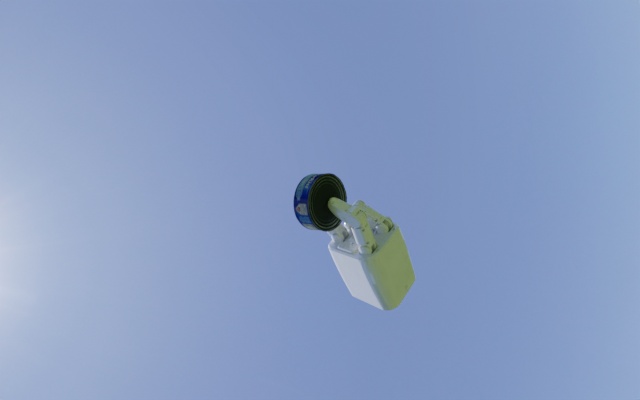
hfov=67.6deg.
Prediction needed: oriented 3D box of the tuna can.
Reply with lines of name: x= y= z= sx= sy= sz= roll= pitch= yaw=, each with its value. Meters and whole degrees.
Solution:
tuna can: x=0.000 y=0.002 z=0.708 sx=0.034 sy=0.086 sz=0.086 roll=3 pitch=2 yaw=42
